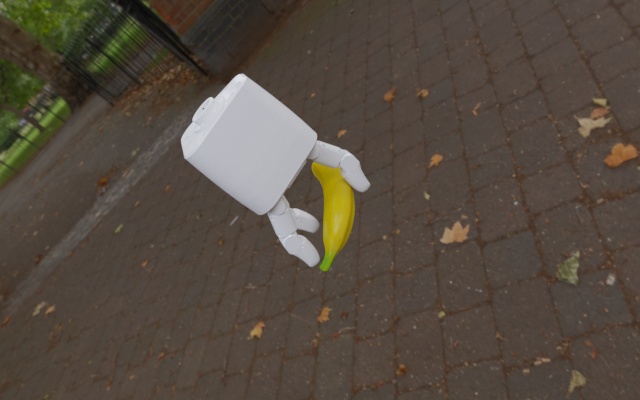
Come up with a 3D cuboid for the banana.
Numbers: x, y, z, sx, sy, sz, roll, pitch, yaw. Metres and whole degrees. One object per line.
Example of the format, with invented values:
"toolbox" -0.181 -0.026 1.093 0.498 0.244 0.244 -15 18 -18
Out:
"banana" 0.013 -0.006 0.609 0.037 0.197 0.070 33 -57 -28
